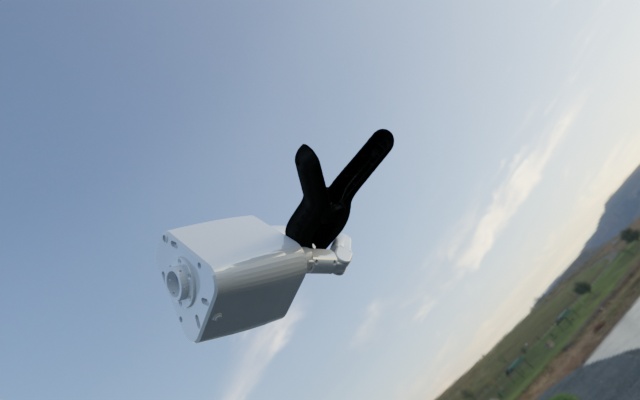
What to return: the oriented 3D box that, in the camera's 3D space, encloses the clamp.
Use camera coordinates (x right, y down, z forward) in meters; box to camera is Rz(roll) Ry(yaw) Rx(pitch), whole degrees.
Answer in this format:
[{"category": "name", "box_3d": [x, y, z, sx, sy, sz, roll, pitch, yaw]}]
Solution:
[{"category": "clamp", "box_3d": [0.000, 0.001, 0.486, 0.120, 0.171, 0.039, -3, 40, -42]}]
